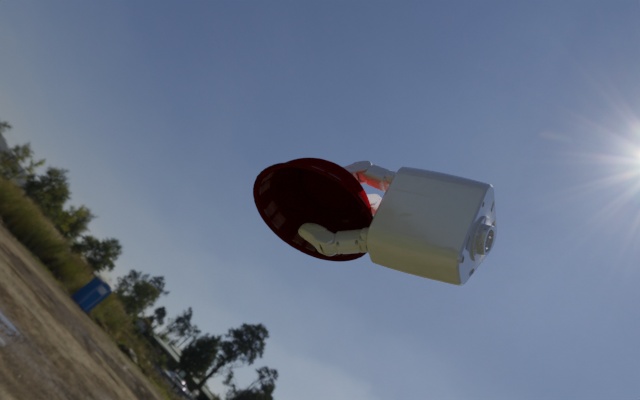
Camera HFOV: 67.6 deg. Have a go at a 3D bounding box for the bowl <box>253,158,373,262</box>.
[{"bbox_3d":[-0.001,0.001,0.590,0.162,0.162,0.055,0,42,32],"label":"bowl"}]
